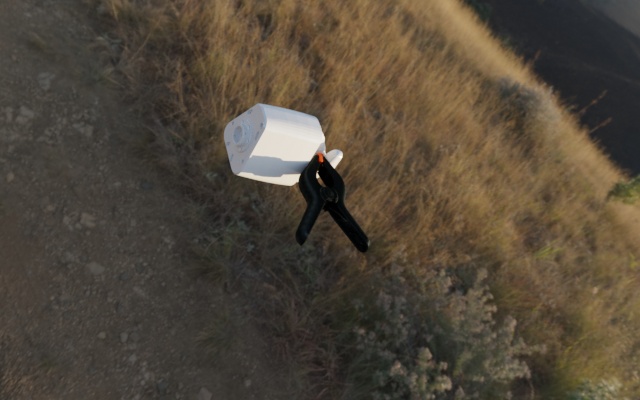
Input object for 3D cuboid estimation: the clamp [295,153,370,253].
[{"bbox_3d":[0.000,0.002,0.712,0.120,0.171,0.039,6,-39,-40],"label":"clamp"}]
